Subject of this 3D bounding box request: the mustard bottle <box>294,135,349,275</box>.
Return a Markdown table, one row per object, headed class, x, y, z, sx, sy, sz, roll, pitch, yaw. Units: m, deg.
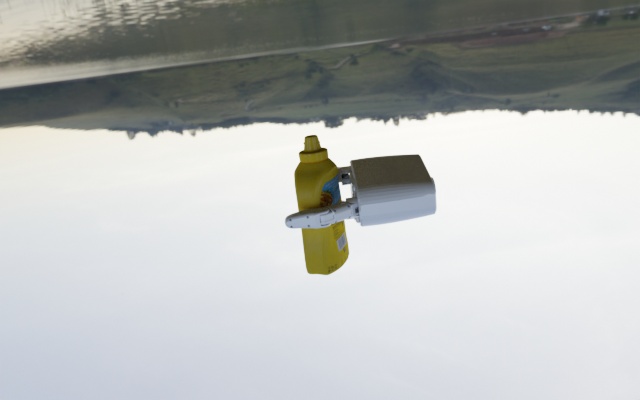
| class | x | y | z | sx | sy | sz | roll | pitch | yaw |
| --- | --- | --- | --- | --- | --- | --- | --- | --- | --- |
| mustard bottle | 0.000 | 0.002 | 0.679 | 0.058 | 0.192 | 0.096 | 0 | 19 | 24 |
